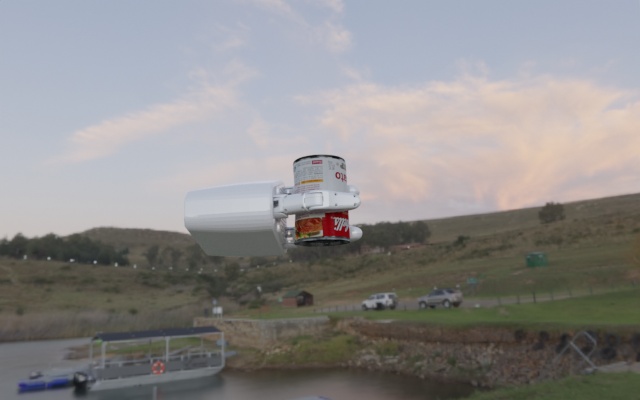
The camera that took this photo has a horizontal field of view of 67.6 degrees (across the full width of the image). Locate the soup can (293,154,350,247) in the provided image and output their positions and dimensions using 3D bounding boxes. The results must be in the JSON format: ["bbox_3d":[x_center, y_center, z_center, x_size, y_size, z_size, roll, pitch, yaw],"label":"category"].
[{"bbox_3d":[0.001,0.002,0.583,0.068,0.102,0.068,-2,-12,0],"label":"soup can"}]
